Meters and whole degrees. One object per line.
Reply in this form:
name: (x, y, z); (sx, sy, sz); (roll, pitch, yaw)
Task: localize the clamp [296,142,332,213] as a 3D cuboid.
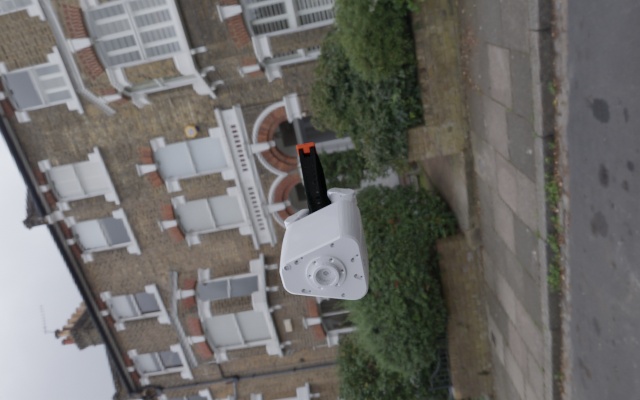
clamp: (-0.001, 0.002, 0.772); (0.036, 0.210, 0.164); (-10, 21, 7)
